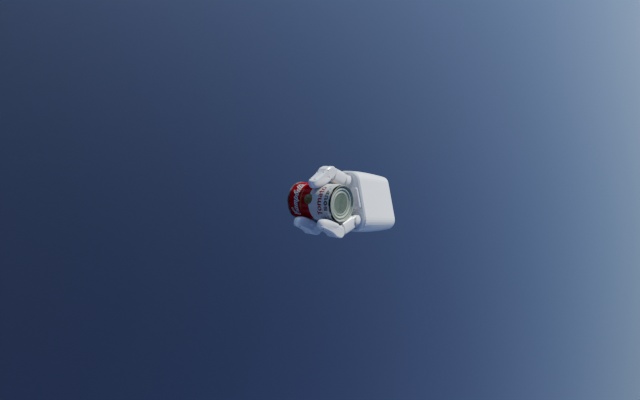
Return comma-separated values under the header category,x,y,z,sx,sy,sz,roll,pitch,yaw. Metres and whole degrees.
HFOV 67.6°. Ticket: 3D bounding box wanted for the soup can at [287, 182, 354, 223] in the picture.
category,x,y,z,sx,sy,sz,roll,pitch,yaw
soup can,0.000,0.003,0.850,0.102,0.068,0.068,5,3,41
